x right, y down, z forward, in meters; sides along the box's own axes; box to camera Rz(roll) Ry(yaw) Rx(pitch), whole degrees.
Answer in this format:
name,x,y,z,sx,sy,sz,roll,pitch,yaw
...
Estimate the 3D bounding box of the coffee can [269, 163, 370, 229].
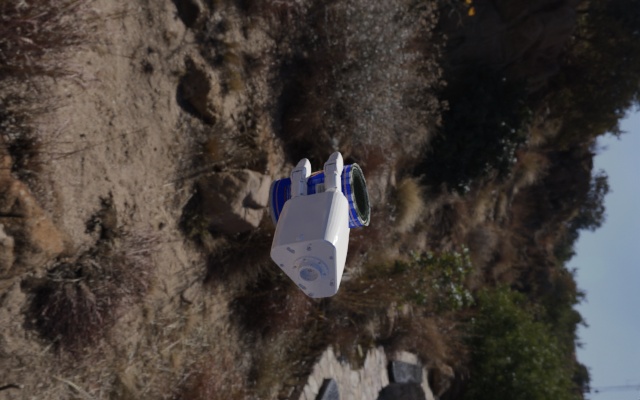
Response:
name,x,y,z,sx,sy,sz,roll,pitch,yaw
coffee can,0.000,0.003,0.784,0.140,0.103,0.103,-11,-3,18
